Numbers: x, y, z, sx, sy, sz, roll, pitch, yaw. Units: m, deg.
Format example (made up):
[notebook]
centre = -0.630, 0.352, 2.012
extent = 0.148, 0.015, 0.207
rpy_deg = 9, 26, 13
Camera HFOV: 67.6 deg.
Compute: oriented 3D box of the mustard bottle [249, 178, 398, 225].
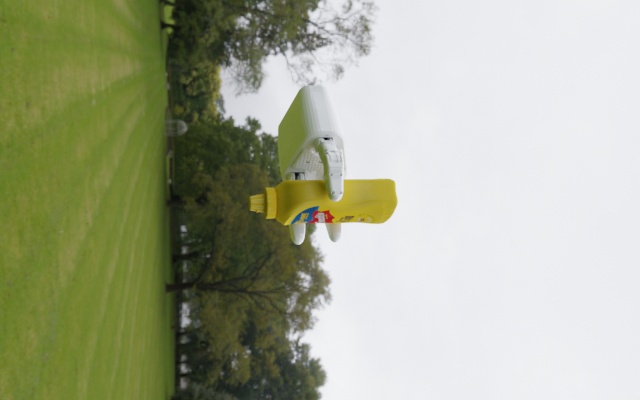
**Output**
[mustard bottle]
centre = 0.000, 0.002, 0.645
extent = 0.191, 0.058, 0.096
rpy_deg = 0, -16, -14
